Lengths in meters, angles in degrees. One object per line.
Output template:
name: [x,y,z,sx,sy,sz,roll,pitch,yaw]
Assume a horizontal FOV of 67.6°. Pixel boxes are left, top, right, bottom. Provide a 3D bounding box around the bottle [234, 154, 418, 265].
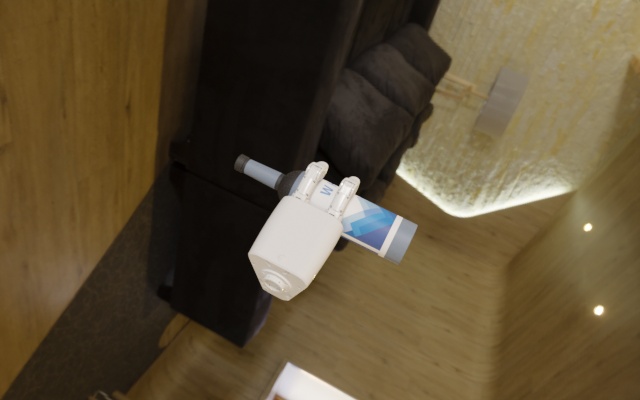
bottle: [0.000,0.002,0.735,0.295,0.069,0.069,26,4,9]
